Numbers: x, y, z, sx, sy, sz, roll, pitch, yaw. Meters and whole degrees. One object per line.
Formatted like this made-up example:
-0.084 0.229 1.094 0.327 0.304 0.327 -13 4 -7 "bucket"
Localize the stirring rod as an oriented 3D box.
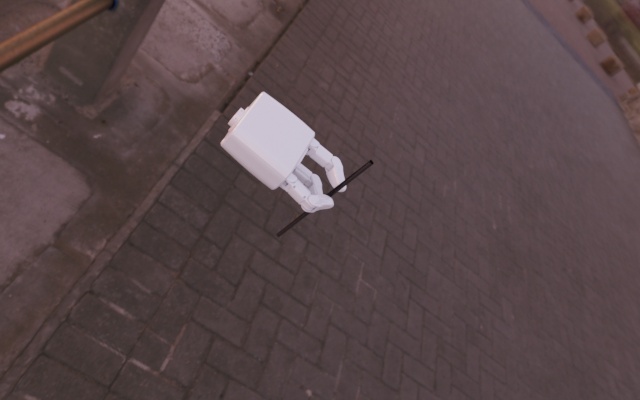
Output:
0.000 0.003 0.777 0.011 0.011 0.240 0 -30 -46 "stirring rod"
